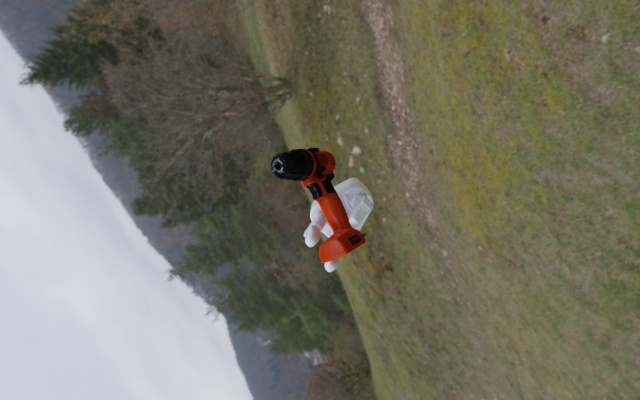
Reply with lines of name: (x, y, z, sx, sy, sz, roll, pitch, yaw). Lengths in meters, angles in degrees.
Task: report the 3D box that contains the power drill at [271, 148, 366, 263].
power drill: (0.000, 0.003, 0.780, 0.057, 0.187, 0.184, -23, -3, 26)
